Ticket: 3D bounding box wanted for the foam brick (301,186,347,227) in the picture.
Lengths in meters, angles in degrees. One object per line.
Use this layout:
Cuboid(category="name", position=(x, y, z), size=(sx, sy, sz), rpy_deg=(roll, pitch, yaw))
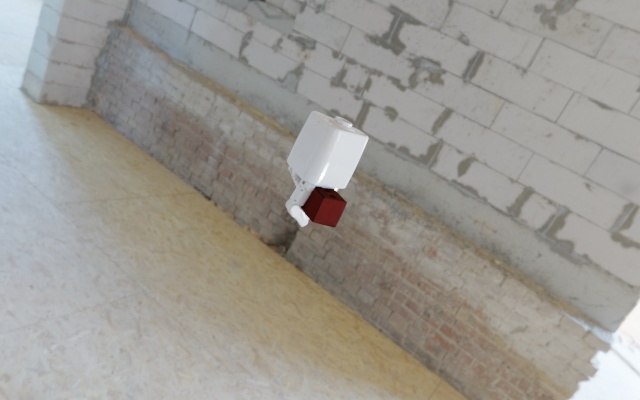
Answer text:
Cuboid(category="foam brick", position=(0.000, 0.003, 0.847), size=(0.053, 0.051, 0.078), rpy_deg=(14, 22, -36))
